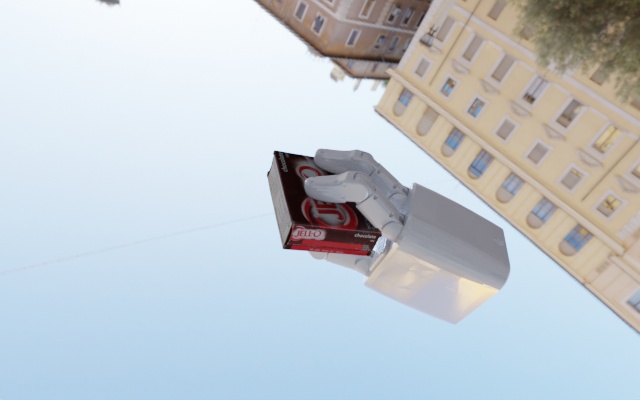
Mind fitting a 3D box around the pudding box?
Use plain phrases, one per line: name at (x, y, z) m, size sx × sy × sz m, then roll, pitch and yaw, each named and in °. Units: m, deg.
pudding box at (0.000, 0.002, 0.469) m, size 0.090 × 0.039 × 0.113 m, roll 8°, pitch 36°, yaw -23°
